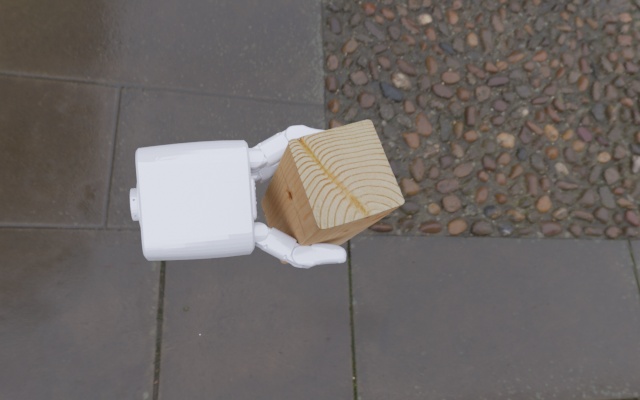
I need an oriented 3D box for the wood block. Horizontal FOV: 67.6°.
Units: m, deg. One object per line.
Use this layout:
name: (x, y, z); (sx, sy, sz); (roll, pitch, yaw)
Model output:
wood block: (0.000, 0.002, 0.533); (0.090, 0.091, 0.206); (-17, -11, -18)
